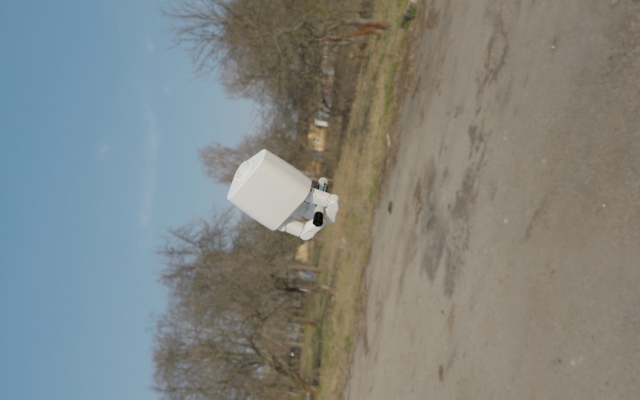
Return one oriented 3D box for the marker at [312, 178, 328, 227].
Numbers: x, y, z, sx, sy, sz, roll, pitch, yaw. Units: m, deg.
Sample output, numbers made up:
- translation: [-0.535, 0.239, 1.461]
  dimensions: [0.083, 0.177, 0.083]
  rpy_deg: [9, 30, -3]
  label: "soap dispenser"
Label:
- translation: [0.000, 0.003, 0.884]
  dimensions: [0.020, 0.020, 0.121]
  rpy_deg: [0, 43, 8]
  label: "marker"
